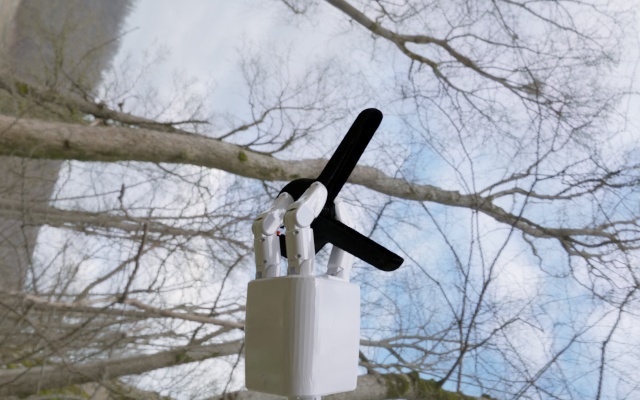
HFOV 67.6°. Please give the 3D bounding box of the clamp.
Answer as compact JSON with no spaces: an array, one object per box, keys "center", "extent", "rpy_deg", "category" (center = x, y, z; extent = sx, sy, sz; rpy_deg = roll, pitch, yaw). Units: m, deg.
[{"center":[0.000,0.002,0.516],"extent":[0.036,0.164,0.210],"rpy_deg":[14,-20,-40],"category":"clamp"}]
